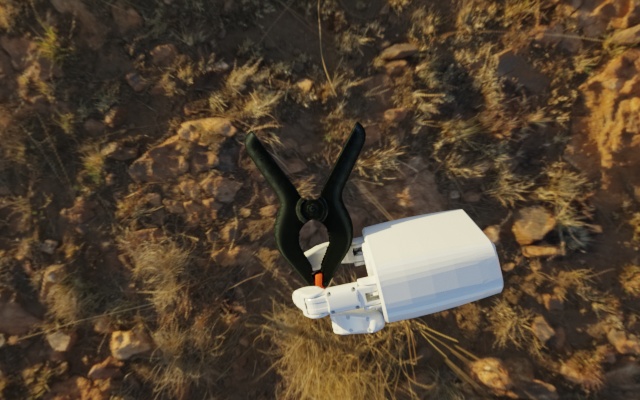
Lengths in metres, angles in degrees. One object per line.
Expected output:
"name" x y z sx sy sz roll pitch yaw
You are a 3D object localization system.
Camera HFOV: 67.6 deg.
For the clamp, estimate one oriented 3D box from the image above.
"clamp" 0.000 0.002 0.477 0.120 0.171 0.039 -14 2 4
